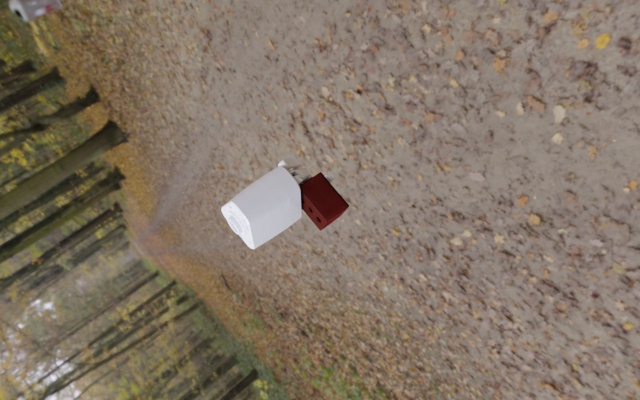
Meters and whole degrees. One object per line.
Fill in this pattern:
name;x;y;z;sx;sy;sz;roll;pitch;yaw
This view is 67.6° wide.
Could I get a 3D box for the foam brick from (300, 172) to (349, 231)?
foam brick;0.000;0.003;0.817;0.051;0.078;0.053;-36;-10;-25
